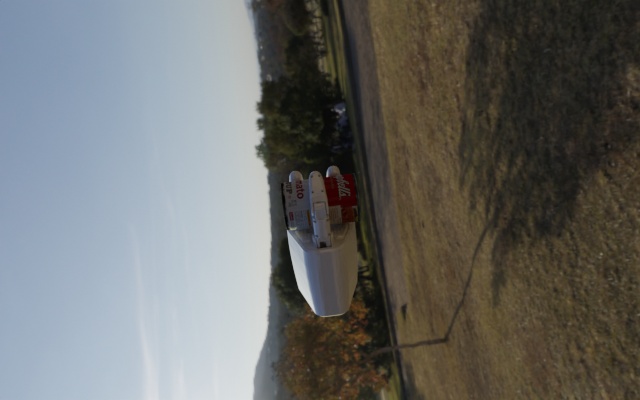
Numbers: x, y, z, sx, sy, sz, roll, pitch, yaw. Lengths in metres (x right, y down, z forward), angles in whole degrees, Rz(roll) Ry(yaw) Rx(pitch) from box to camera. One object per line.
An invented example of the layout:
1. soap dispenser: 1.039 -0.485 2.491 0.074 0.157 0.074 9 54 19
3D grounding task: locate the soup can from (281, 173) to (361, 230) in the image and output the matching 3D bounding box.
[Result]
1. soup can: 0.000 0.002 0.658 0.102 0.068 0.068 -7 0 -1
